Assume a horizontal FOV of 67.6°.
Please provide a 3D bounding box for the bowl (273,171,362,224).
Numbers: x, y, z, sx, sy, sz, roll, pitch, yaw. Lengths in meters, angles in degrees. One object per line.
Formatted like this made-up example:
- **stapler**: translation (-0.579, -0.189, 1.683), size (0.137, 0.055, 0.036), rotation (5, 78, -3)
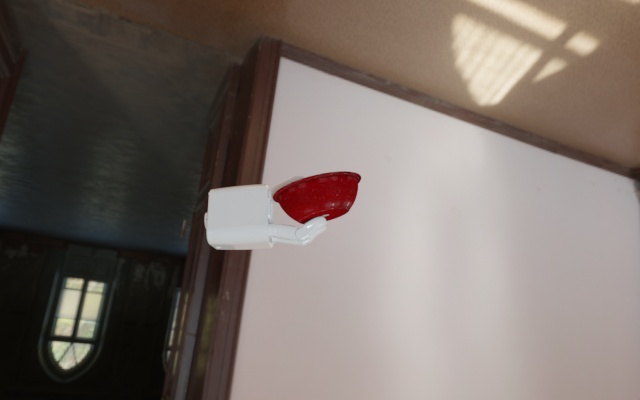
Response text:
- **bowl**: translation (0.001, 0.003, 0.841), size (0.162, 0.055, 0.162), rotation (-13, -14, -3)
